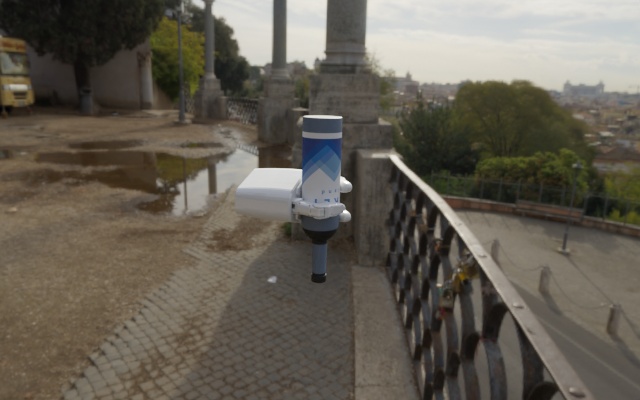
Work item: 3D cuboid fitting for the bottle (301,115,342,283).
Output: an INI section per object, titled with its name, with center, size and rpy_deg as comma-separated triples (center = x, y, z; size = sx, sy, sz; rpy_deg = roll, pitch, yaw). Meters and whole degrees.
[bottle]
center = 0.000, 0.002, 0.834
size = 0.069, 0.296, 0.069
rpy_deg = 1, 14, 0
